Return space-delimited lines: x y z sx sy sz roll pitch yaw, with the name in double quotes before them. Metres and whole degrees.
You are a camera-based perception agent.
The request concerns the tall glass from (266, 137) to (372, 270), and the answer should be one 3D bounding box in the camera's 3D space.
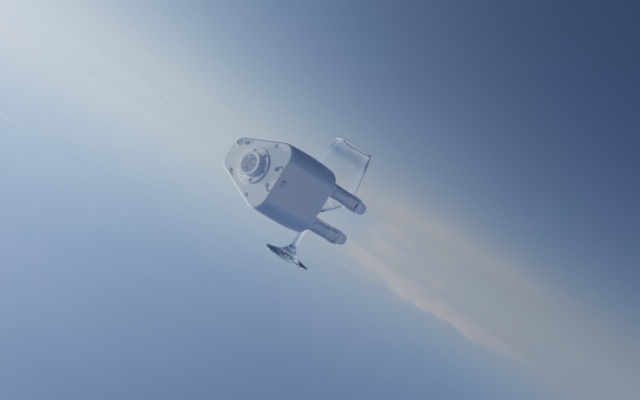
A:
"tall glass" 0.000 0.003 0.734 0.079 0.201 0.079 32 0 0
